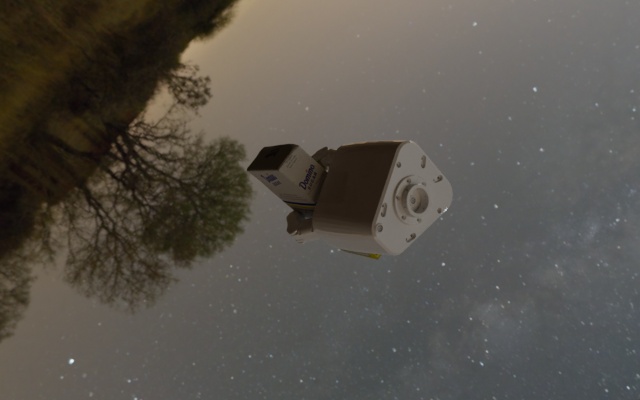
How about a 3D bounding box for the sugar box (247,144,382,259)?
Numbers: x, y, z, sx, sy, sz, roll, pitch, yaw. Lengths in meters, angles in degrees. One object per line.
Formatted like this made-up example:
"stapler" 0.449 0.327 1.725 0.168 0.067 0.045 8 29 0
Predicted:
"sugar box" 0.001 0.002 0.591 0.176 0.048 0.093 45 -19 -26
